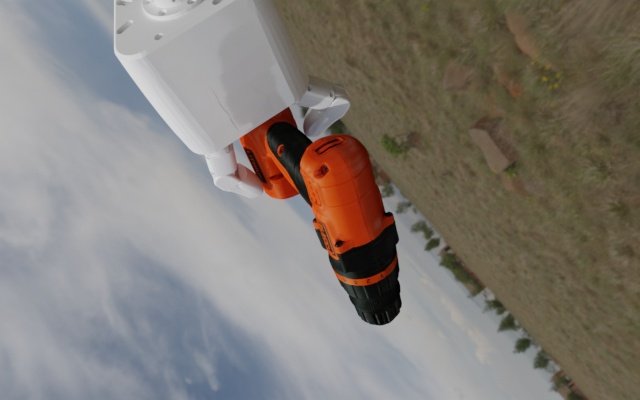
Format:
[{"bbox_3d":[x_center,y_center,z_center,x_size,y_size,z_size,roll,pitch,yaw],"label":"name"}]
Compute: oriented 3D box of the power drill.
[{"bbox_3d":[0.000,0.001,0.414,0.057,0.185,0.187,-29,39,-15],"label":"power drill"}]
